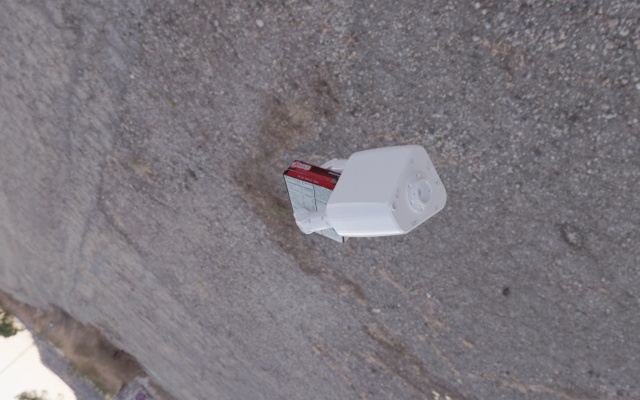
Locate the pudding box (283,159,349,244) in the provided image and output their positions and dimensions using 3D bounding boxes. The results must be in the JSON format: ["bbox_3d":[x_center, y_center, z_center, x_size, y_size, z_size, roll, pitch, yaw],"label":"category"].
[{"bbox_3d":[0.000,0.002,0.688,0.090,0.114,0.039,20,50,29],"label":"pudding box"}]
